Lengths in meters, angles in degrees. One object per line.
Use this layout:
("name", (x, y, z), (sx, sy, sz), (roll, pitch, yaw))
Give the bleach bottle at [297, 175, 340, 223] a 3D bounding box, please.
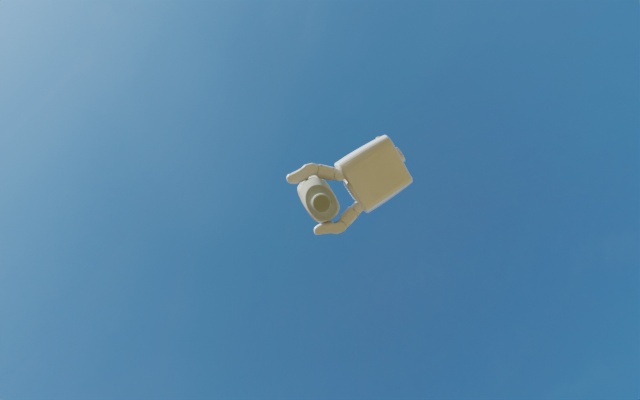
("bleach bottle", (0.000, 0.003, 0.899), (0.068, 0.102, 0.251), (-32, 5, 0))
